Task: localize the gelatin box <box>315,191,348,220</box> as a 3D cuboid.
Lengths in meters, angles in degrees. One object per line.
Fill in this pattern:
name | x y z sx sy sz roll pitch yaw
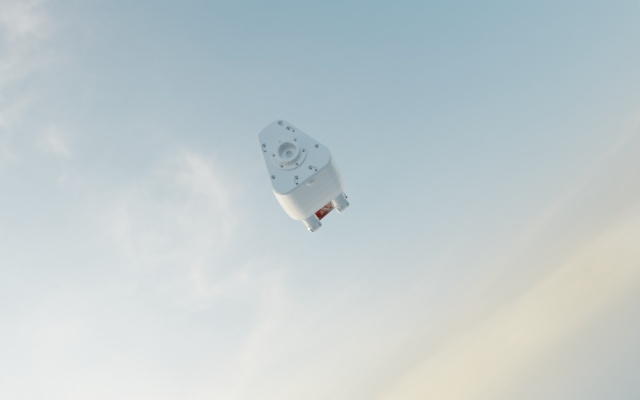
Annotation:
gelatin box | 0.000 0.002 0.811 0.073 0.030 0.089 -41 -18 10
